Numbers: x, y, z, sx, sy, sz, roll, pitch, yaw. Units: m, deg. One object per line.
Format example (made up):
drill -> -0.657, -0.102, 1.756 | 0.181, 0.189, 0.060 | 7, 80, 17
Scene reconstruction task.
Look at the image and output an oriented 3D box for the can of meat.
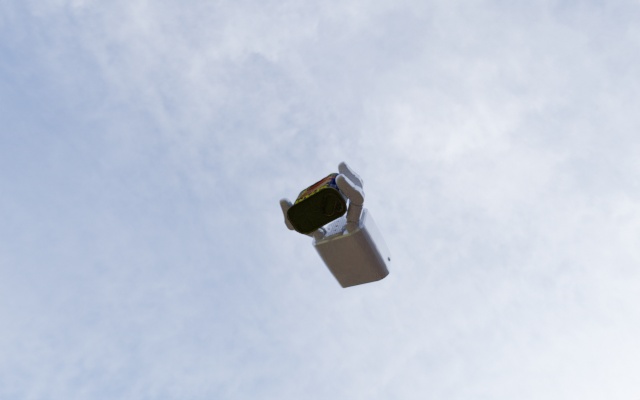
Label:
can of meat -> 0.000, 0.003, 0.824 | 0.102, 0.057, 0.084 | -29, 15, 20
